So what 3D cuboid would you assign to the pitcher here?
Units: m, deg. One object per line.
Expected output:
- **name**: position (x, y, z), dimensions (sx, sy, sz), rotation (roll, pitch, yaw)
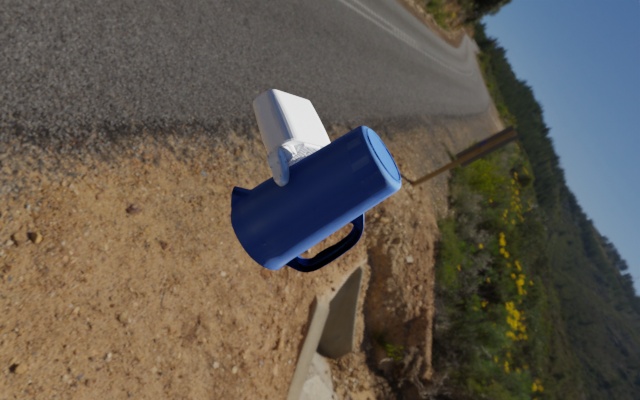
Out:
- **pitcher**: position (0.000, 0.002, 0.722), dimensions (0.243, 0.145, 0.149), rotation (-31, -25, 20)
